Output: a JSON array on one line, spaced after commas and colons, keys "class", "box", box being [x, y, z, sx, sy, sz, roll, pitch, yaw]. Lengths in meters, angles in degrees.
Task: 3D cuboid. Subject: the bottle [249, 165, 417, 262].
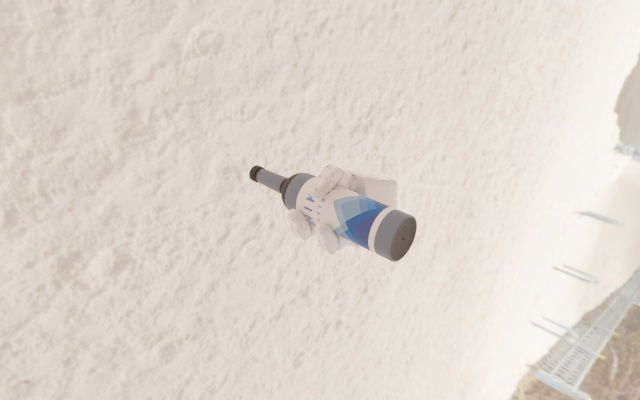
[{"class": "bottle", "box": [0.000, 0.002, 0.715, 0.295, 0.069, 0.069, 24, 14, 35]}]
